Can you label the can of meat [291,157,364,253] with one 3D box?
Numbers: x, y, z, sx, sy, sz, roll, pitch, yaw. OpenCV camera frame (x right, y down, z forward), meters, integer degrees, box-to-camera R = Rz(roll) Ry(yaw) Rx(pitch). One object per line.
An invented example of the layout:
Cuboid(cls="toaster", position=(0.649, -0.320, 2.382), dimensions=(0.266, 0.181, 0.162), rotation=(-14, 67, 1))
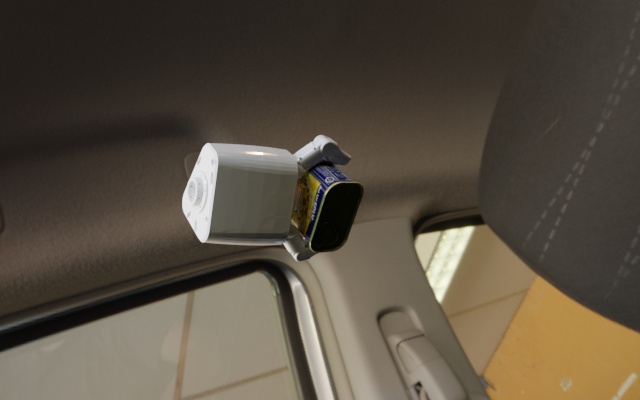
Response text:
Cuboid(cls="can of meat", position=(0.000, 0.002, 0.619), dimensions=(0.057, 0.102, 0.084), rotation=(-1, 31, -34))
